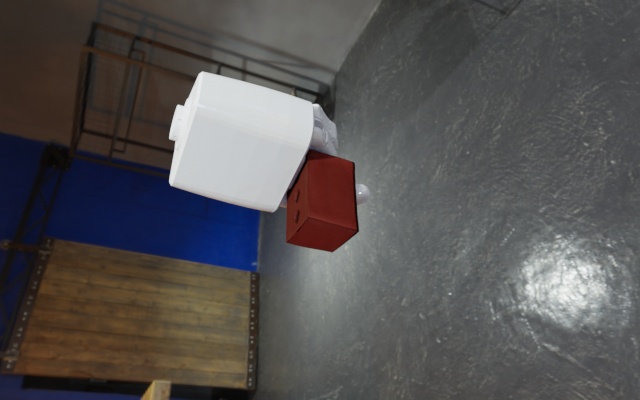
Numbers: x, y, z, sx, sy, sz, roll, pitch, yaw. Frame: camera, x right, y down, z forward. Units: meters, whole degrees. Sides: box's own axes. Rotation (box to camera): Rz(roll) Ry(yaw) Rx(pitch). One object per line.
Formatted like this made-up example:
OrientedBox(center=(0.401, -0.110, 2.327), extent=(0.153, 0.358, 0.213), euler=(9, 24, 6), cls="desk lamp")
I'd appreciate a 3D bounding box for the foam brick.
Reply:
OrientedBox(center=(0.000, 0.002, 0.451), extent=(0.051, 0.078, 0.053), euler=(14, -35, -23), cls="foam brick")
